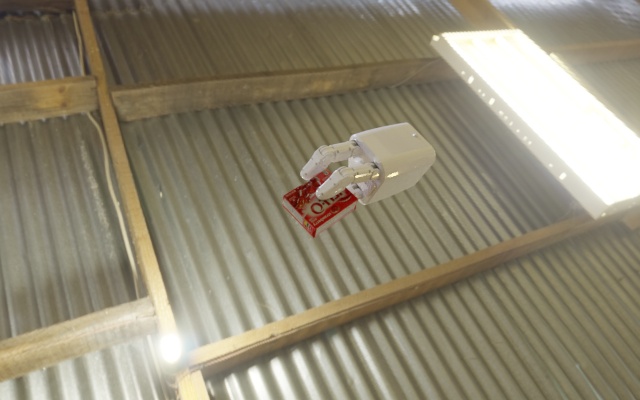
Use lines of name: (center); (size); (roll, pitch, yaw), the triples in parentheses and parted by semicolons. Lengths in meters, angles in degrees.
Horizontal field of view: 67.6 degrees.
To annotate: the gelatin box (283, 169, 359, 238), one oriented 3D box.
gelatin box: (0.000, 0.003, 0.710); (0.089, 0.073, 0.030); (-33, -24, -26)
